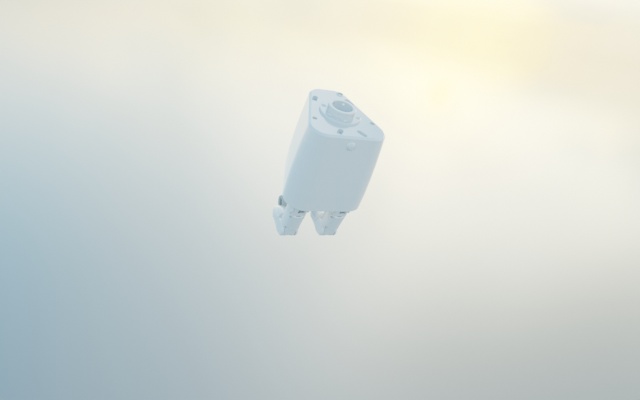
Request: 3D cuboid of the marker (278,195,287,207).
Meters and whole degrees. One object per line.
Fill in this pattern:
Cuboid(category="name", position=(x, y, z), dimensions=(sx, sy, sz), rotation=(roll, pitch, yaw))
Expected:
Cuboid(category="marker", position=(0.000, 0.002, 0.672), dimensions=(0.121, 0.020, 0.020), rotation=(0, 0, -25))
